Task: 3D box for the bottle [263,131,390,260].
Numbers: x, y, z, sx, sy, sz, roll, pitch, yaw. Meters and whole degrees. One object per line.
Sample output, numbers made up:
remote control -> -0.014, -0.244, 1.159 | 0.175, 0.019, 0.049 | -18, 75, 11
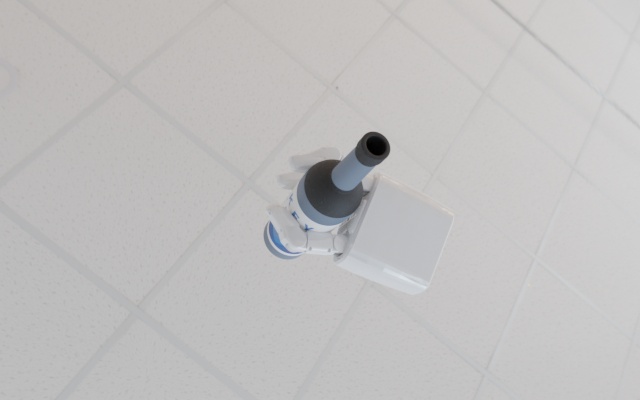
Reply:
bottle -> 0.000, 0.002, 0.535 | 0.069, 0.069, 0.296 | 0, -19, -20
